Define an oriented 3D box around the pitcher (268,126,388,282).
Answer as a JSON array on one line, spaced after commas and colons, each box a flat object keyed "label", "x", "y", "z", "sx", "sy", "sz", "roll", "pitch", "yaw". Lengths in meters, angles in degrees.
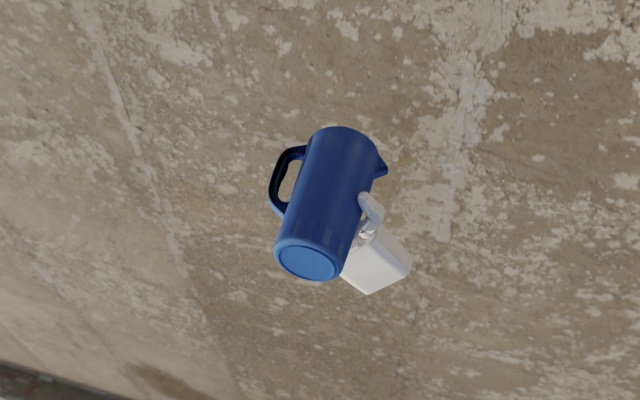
[{"label": "pitcher", "x": 0.000, "y": 0.003, "z": 0.775, "sx": 0.149, "sy": 0.242, "sz": 0.145, "roll": -23, "pitch": -55, "yaw": 41}]
